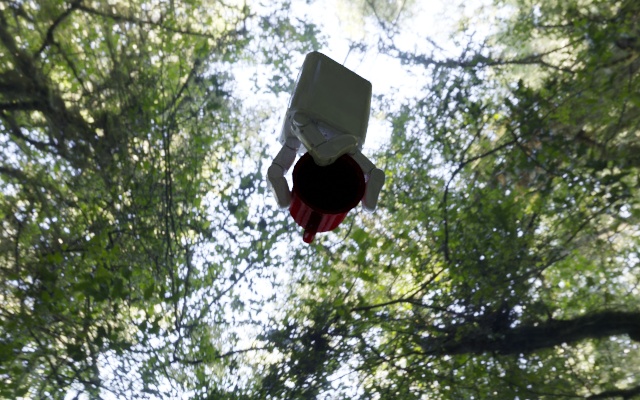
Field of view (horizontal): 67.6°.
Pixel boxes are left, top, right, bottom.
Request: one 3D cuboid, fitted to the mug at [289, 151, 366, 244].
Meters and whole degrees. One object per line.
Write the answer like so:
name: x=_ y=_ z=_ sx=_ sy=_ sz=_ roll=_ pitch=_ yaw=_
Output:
mug: x=0.000 y=0.003 z=0.611 sx=0.093 sy=0.117 sz=0.081 roll=17 pitch=-28 yaw=-4
